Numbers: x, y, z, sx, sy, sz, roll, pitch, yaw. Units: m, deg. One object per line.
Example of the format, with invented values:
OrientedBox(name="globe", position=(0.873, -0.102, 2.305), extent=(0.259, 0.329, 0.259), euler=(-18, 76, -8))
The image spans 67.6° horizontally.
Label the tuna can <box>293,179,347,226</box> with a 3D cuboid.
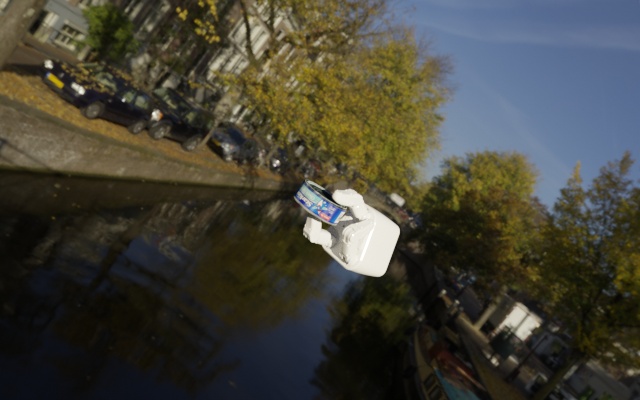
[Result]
OrientedBox(name="tuna can", position=(0.000, 0.002, 0.778), extent=(0.086, 0.034, 0.086), euler=(34, 10, -7))
